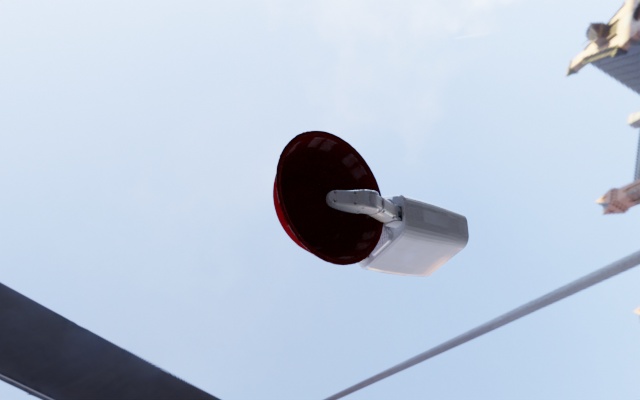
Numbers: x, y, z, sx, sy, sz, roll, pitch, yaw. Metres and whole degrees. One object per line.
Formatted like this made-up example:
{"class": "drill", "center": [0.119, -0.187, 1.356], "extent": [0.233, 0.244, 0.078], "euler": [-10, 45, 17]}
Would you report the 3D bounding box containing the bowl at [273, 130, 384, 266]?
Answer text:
{"class": "bowl", "center": [-0.001, 0.001, 0.564], "extent": [0.162, 0.162, 0.055], "euler": [0, -17, -42]}
